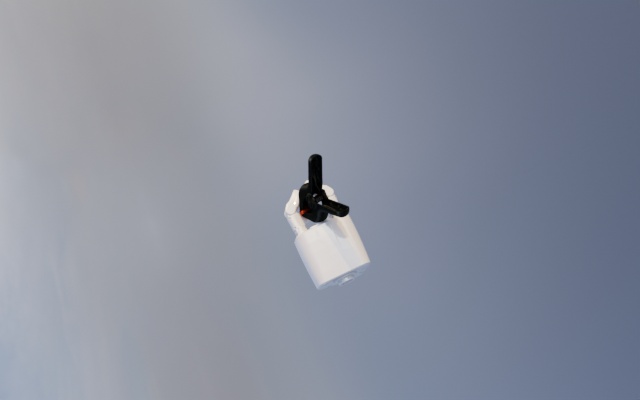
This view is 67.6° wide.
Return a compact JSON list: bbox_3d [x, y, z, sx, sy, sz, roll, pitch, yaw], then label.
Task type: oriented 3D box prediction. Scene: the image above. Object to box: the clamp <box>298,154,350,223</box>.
[{"bbox_3d":[0.000,0.003,0.873,0.039,0.120,0.171,-19,-21,-19],"label":"clamp"}]
